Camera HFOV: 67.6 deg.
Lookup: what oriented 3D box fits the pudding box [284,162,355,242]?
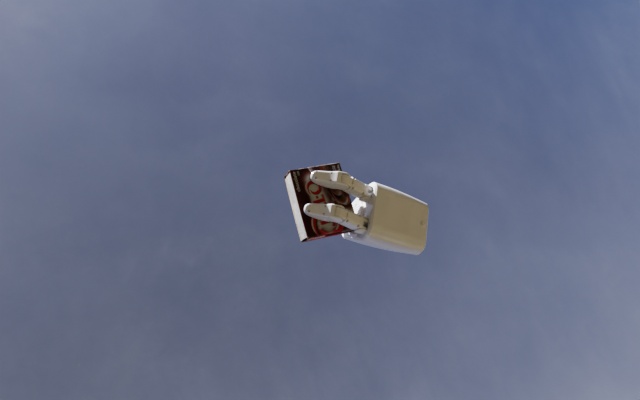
[{"bbox_3d":[0.000,0.003,0.755,0.090,0.113,0.039,-11,-14,-26],"label":"pudding box"}]
